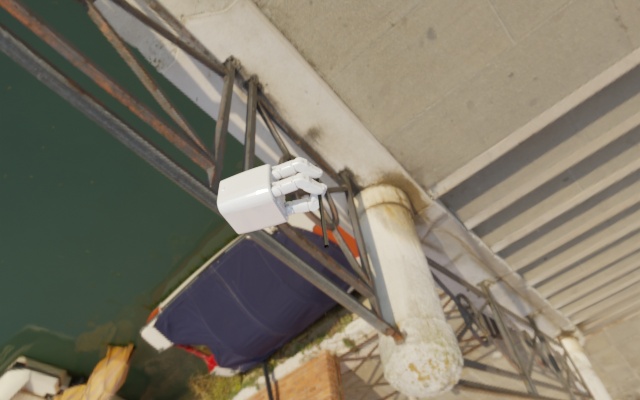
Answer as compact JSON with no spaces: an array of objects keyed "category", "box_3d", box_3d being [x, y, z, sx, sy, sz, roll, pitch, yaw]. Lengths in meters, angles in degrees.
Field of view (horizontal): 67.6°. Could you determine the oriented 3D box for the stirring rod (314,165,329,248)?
[{"category":"stirring rod","box_3d":[0.000,0.003,0.872,0.011,0.011,0.239,0,37,-6]}]
